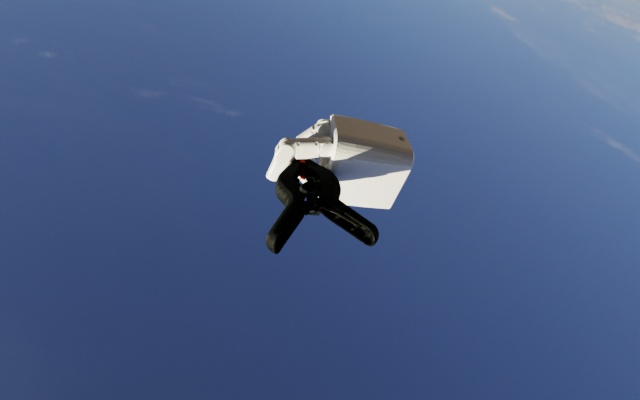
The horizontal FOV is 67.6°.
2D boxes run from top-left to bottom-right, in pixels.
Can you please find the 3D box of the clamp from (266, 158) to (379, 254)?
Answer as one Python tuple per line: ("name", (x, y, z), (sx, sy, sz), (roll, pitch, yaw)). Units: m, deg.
("clamp", (0.000, 0.002, 0.559), (0.120, 0.039, 0.171), (6, 37, -8))
